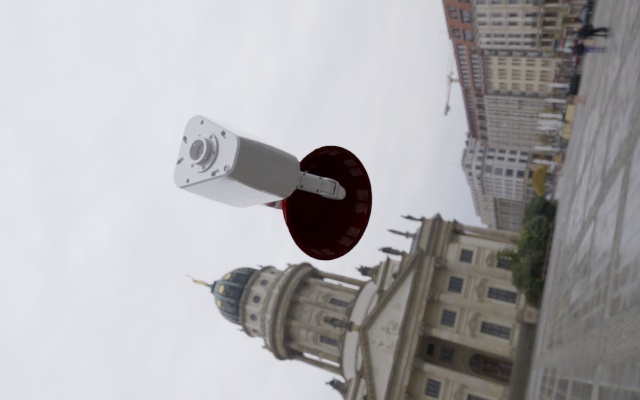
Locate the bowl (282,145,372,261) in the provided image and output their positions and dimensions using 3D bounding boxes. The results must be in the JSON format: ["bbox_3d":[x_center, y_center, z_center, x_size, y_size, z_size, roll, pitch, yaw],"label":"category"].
[{"bbox_3d":[0.001,0.003,0.685,0.162,0.162,0.055,0,4,-40],"label":"bowl"}]
